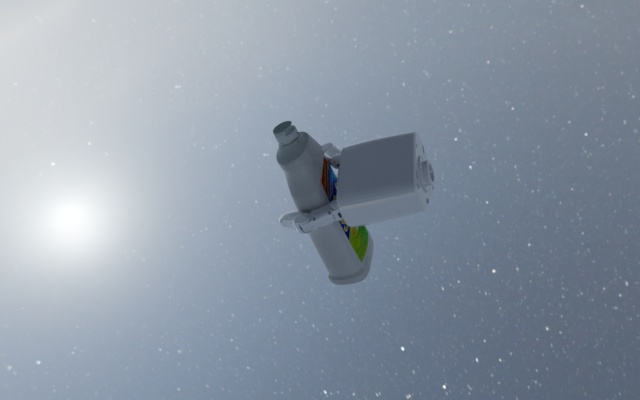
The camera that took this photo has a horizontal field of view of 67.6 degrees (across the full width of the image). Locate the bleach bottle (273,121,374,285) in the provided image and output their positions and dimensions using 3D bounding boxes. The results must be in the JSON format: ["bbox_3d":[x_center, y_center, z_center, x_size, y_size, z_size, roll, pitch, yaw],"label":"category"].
[{"bbox_3d":[0.000,0.002,0.684,0.068,0.251,0.102,-12,36,26],"label":"bleach bottle"}]
